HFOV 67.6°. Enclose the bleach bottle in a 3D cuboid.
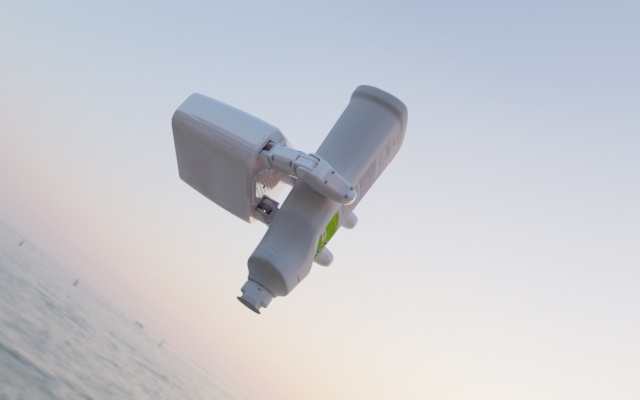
[{"bbox_3d":[0.000,0.002,0.489,0.068,0.250,0.103,29,-24,17],"label":"bleach bottle"}]
